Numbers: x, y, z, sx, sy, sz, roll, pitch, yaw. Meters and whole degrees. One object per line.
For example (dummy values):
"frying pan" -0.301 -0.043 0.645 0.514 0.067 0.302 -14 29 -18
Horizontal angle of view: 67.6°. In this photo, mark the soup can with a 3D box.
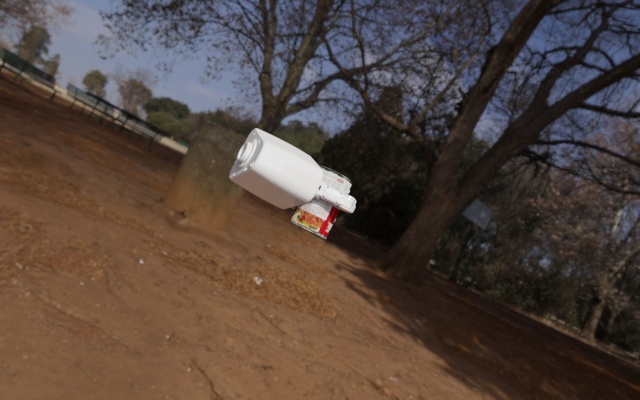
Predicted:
"soup can" 0.001 0.002 0.774 0.068 0.102 0.068 26 -5 2
